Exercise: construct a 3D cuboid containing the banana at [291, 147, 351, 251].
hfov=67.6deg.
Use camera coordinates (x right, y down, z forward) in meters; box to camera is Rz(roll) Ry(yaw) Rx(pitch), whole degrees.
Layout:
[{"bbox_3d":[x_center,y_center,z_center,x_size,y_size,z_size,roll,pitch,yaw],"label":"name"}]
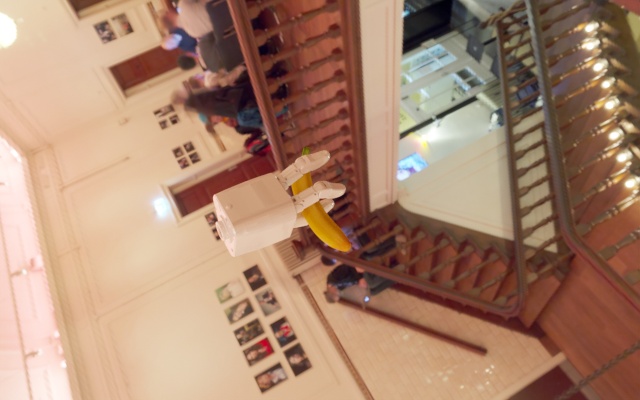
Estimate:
[{"bbox_3d":[-0.009,0.008,0.820,0.037,0.197,0.070,-13,-20,-32],"label":"banana"}]
